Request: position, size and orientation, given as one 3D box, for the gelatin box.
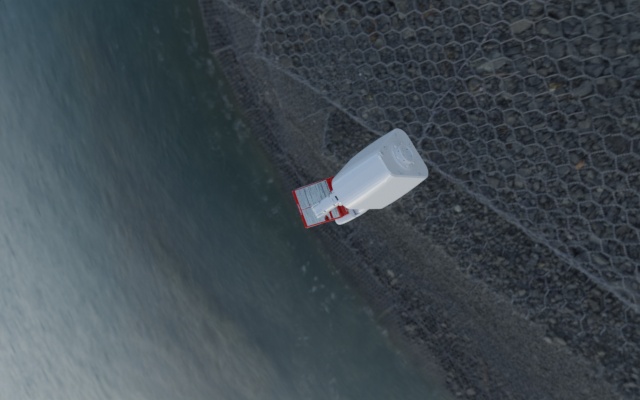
[{"bbox_3d":[0.000,0.003,0.856,0.089,0.073,0.030,-18,4,38],"label":"gelatin box"}]
